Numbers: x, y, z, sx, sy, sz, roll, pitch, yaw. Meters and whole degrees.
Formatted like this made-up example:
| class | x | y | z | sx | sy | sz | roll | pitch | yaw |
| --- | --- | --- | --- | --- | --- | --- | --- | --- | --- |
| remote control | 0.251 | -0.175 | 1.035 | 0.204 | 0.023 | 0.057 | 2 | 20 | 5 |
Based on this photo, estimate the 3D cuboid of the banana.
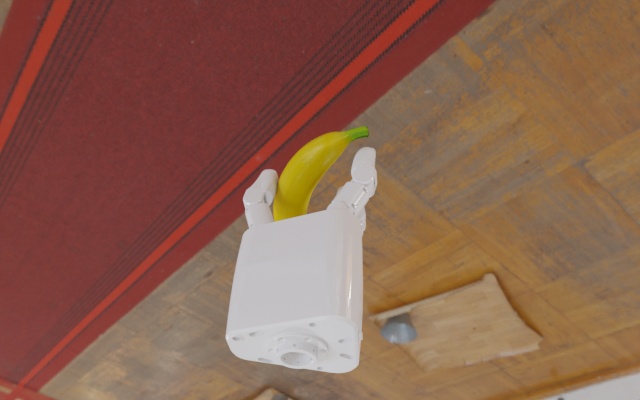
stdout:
| class | x | y | z | sx | sy | sz | roll | pitch | yaw |
| --- | --- | --- | --- | --- | --- | --- | --- | --- | --- |
| banana | -0.016 | -0.005 | 0.519 | 0.069 | 0.037 | 0.198 | 13 | -46 | -17 |
